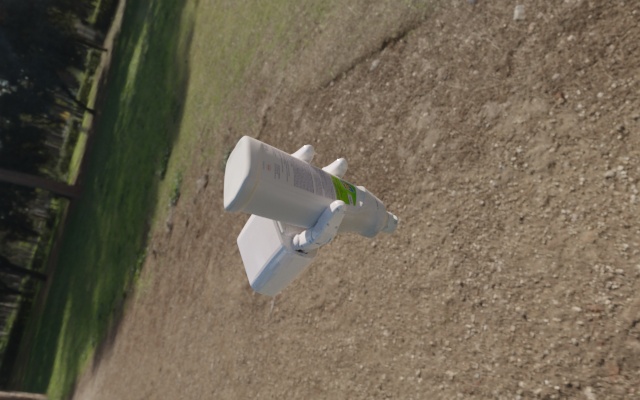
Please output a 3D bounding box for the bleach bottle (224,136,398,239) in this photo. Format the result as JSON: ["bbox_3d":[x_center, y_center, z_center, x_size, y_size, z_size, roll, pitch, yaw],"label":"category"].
[{"bbox_3d":[0.000,0.002,0.636,0.251,0.102,0.068,21,-52,-27],"label":"bleach bottle"}]
